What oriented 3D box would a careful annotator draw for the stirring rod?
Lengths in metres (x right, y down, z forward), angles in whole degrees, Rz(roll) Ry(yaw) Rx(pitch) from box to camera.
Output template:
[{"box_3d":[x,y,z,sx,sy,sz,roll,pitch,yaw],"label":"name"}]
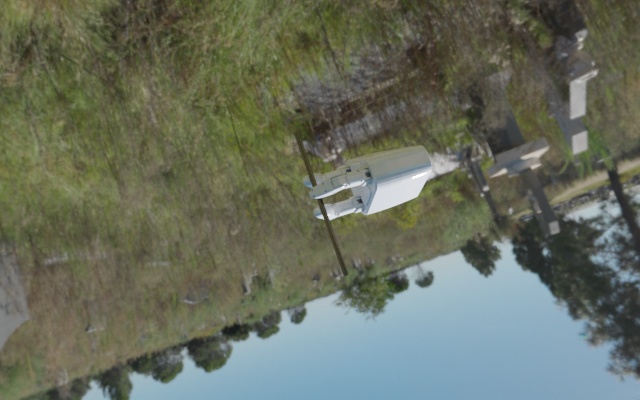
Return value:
[{"box_3d":[0.000,0.002,0.746,0.011,0.239,0.011,-19,-10,-4],"label":"stirring rod"}]
